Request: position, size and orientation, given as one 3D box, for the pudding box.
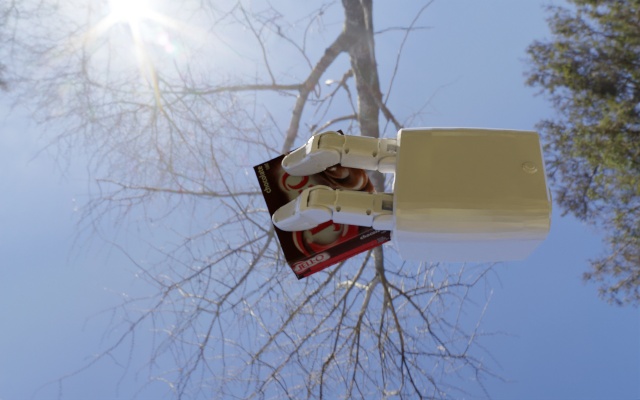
[{"bbox_3d":[0.000,0.001,0.419,0.090,0.113,0.039,-23,-37,-2],"label":"pudding box"}]
